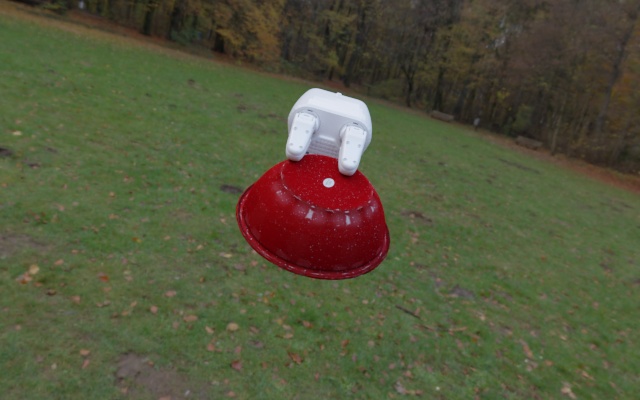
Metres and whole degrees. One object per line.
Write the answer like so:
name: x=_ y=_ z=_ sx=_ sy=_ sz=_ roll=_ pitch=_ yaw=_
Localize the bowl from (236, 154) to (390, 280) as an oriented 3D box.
bowl: x=0.000 y=0.002 z=0.475 sx=0.162 sy=0.055 sz=0.162 roll=11 pitch=37 yaw=-8
